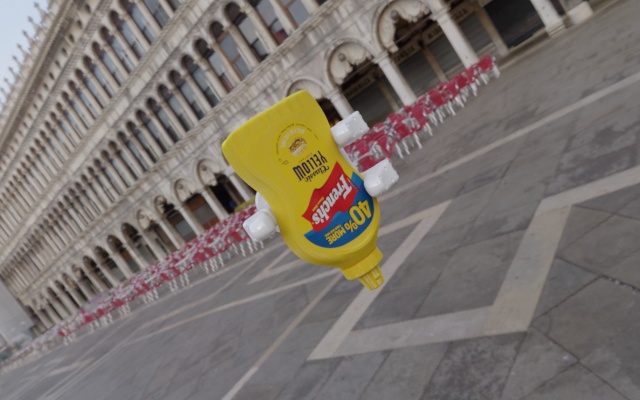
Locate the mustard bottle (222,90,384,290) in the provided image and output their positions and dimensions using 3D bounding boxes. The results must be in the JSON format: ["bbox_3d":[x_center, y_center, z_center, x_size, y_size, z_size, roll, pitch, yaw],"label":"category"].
[{"bbox_3d":[0.000,0.001,0.443,0.096,0.191,0.058,-37,7,-25],"label":"mustard bottle"}]
